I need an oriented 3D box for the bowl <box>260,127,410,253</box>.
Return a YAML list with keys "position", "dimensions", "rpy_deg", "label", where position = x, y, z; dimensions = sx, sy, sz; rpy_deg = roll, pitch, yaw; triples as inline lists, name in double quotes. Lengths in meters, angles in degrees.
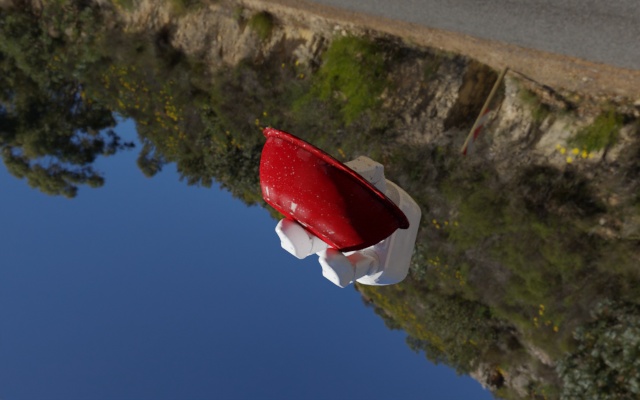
- position: [-0.001, 0.001, 0.443]
  dimensions: [0.162, 0.055, 0.162]
  rpy_deg: [34, -6, 4]
  label: "bowl"
